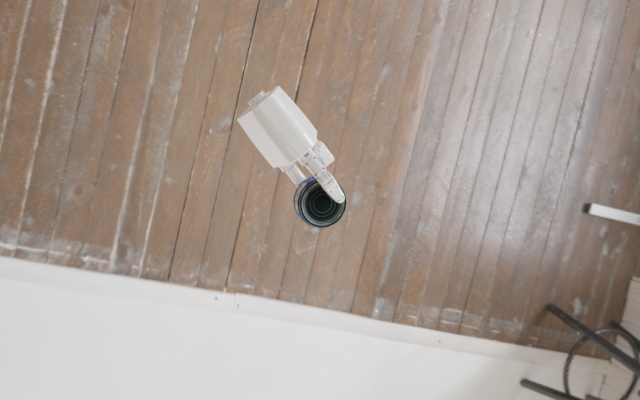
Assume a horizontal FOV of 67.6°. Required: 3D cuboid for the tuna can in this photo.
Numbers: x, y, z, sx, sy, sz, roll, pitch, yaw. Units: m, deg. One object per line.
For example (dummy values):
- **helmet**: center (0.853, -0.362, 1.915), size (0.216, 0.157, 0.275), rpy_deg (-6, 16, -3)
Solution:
- **tuna can**: center (0.000, 0.003, 0.799), size (0.086, 0.086, 0.033), rpy_deg (0, 10, -17)
